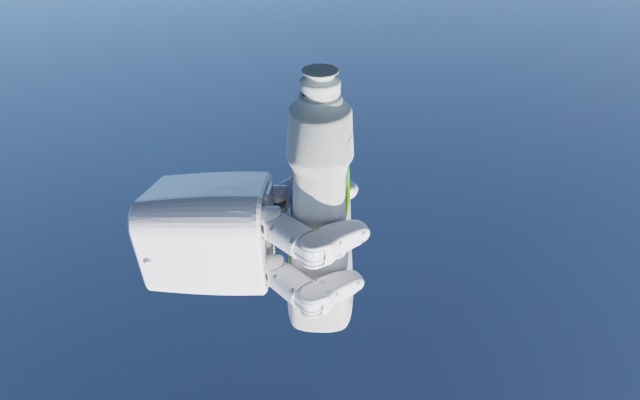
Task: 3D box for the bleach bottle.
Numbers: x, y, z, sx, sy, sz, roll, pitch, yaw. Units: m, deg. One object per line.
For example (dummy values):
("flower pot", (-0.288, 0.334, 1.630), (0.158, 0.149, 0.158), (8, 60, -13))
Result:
("bleach bottle", (0.000, 0.001, 0.429), (0.068, 0.251, 0.102), (1, 36, 1))
